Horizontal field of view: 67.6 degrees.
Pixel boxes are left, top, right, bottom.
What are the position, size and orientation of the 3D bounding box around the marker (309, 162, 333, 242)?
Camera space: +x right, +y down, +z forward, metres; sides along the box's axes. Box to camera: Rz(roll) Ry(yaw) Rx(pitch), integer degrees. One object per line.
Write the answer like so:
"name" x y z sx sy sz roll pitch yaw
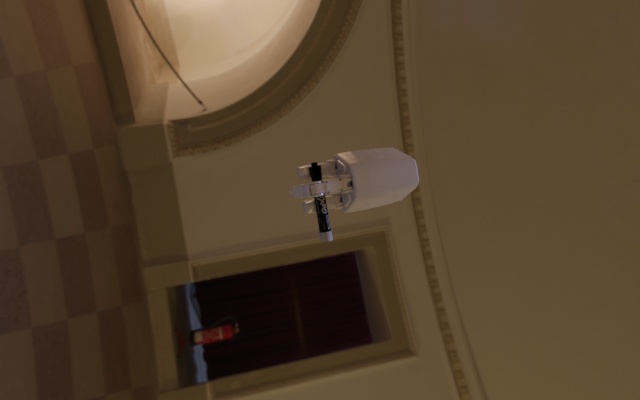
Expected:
"marker" 0.000 0.002 0.723 0.020 0.121 0.020 -9 4 1
